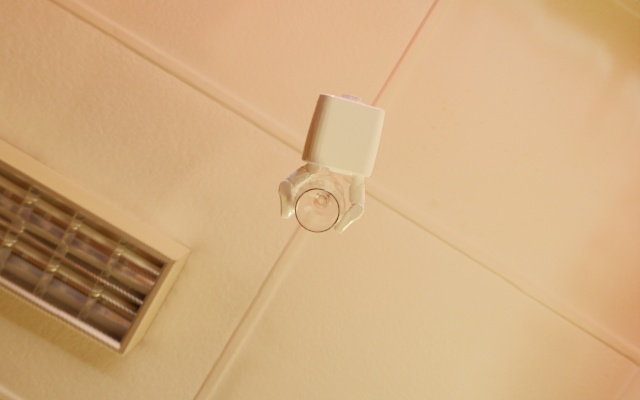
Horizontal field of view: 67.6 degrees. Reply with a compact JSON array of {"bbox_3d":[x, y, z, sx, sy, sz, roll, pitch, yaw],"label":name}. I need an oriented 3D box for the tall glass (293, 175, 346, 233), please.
[{"bbox_3d":[0.000,0.003,0.749,0.079,0.079,0.201,0,7,3],"label":"tall glass"}]
